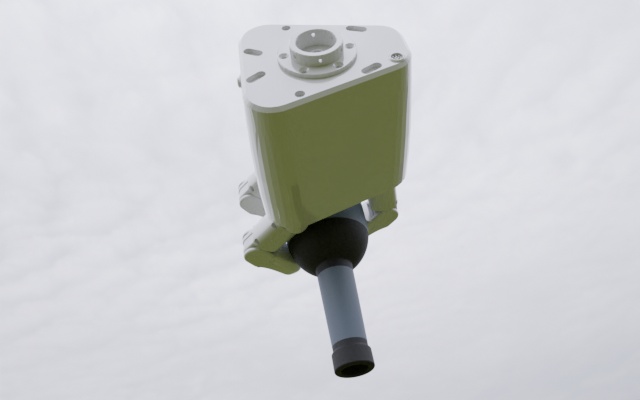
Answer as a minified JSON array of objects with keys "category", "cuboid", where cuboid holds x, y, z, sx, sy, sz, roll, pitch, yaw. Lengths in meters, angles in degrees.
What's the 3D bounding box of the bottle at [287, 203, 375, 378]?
[{"category":"bottle","cuboid":[0.000,0.001,0.408,0.069,0.295,0.069,-7,-40,-6]}]
